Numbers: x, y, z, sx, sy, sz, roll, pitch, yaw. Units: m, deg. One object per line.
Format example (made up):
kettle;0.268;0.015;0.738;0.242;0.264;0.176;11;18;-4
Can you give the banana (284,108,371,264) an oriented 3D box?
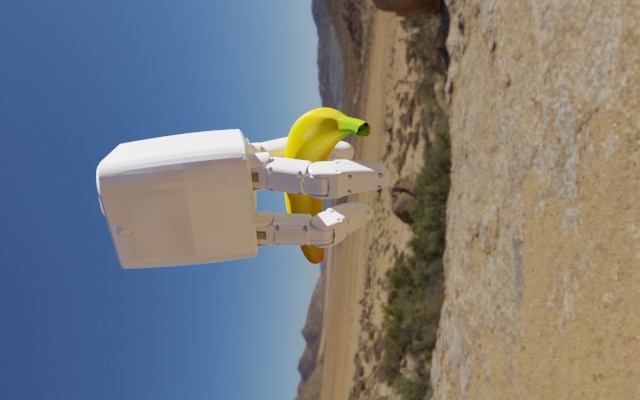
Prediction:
banana;-0.008;-0.015;0.423;0.037;0.069;0.198;-18;-31;-22
